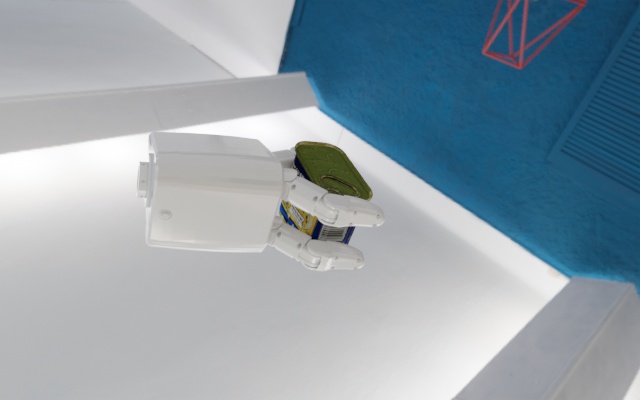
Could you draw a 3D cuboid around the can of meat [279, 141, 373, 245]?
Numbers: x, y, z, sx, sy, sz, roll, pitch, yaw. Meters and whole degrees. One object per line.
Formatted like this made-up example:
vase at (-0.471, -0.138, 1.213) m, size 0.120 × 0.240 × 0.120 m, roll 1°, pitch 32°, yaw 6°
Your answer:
can of meat at (0.000, 0.002, 0.488) m, size 0.057 × 0.084 × 0.102 m, roll 1°, pitch 37°, yaw -27°
